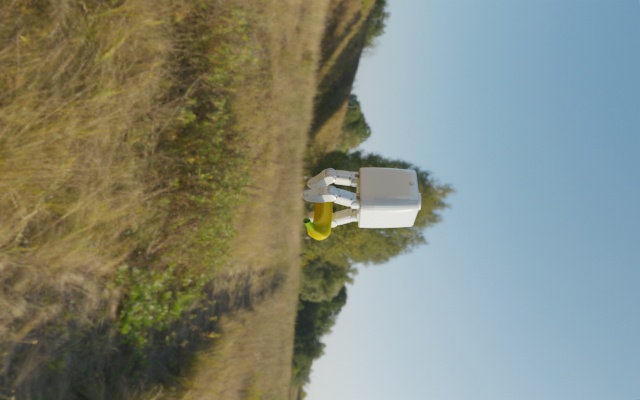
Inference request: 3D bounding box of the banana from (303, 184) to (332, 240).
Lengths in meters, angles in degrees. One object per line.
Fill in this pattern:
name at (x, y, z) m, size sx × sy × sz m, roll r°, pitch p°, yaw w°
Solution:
banana at (0.002, 0.021, 0.893) m, size 0.037 × 0.070 × 0.197 m, roll -4°, pitch 24°, yaw 8°
